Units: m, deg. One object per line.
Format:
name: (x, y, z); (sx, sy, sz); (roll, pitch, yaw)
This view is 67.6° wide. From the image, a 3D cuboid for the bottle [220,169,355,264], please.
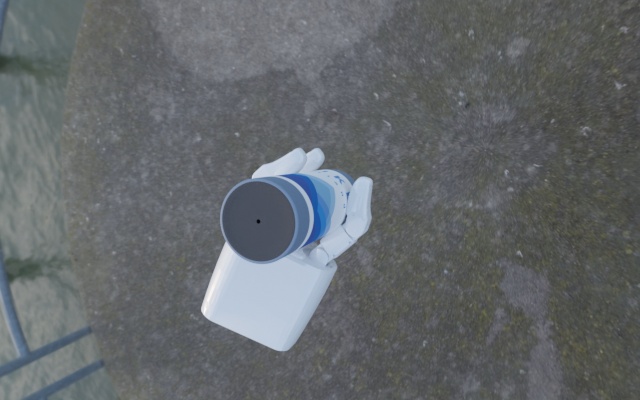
bottle: (0.000, 0.002, 0.501); (0.069, 0.069, 0.295); (0, 6, 19)
